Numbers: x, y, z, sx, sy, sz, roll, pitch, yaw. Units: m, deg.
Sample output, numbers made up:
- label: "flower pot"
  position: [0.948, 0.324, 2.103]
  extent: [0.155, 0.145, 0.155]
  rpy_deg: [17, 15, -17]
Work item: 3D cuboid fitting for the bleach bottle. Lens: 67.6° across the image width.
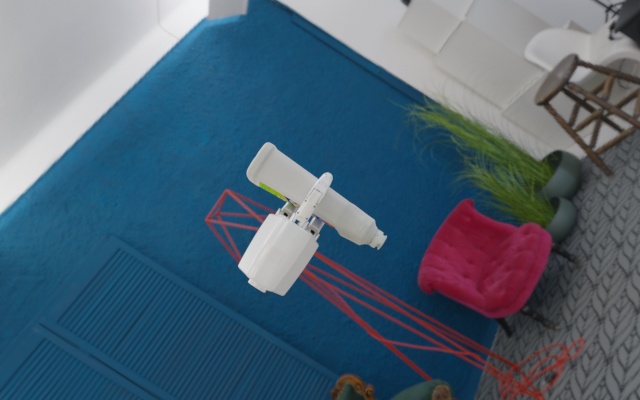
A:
- label: "bleach bottle"
  position: [0.000, 0.003, 0.799]
  extent: [0.251, 0.068, 0.102]
  rpy_deg: [33, -7, 0]
